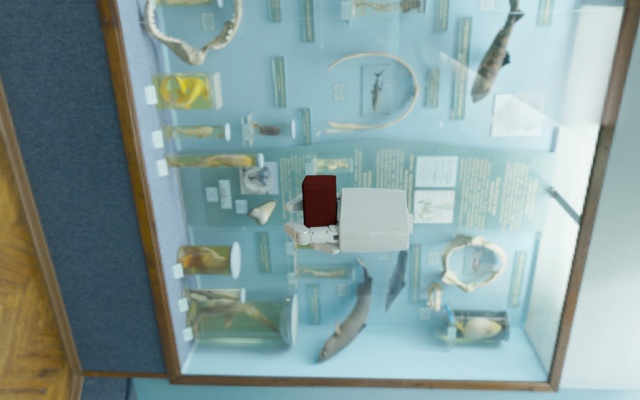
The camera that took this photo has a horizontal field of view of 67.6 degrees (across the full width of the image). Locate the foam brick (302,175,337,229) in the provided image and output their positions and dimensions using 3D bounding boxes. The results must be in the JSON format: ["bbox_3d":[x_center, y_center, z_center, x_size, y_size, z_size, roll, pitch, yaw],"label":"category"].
[{"bbox_3d":[0.000,0.002,0.755,0.051,0.078,0.053,0,21,6],"label":"foam brick"}]
